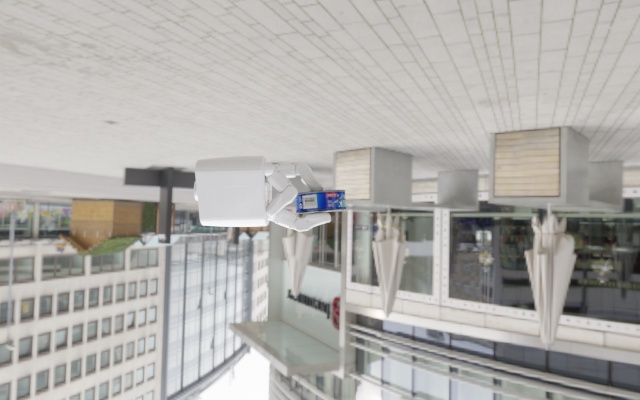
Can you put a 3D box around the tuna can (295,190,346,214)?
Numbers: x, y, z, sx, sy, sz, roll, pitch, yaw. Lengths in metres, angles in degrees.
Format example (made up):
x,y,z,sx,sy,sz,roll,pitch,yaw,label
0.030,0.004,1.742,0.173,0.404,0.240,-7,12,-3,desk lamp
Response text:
x,y,z,sx,sy,sz,roll,pitch,yaw,label
0.000,0.003,0.795,0.086,0.034,0.086,-4,-3,0,tuna can
